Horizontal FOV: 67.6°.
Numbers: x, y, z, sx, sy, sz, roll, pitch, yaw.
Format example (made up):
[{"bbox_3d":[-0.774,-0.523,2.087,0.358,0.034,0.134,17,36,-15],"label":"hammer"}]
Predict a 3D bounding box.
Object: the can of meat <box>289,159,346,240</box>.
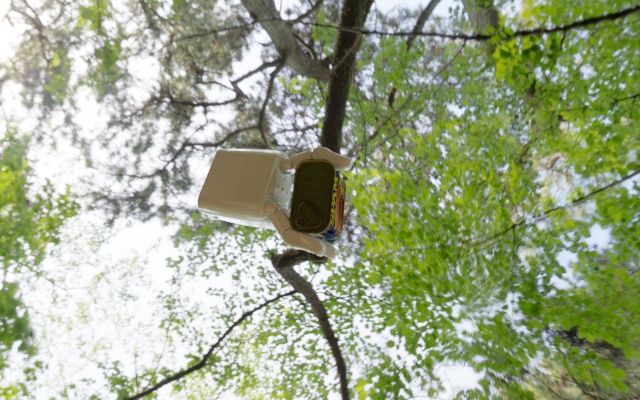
[{"bbox_3d":[0.000,0.002,0.674,0.057,0.102,0.084,2,-11,17],"label":"can of meat"}]
